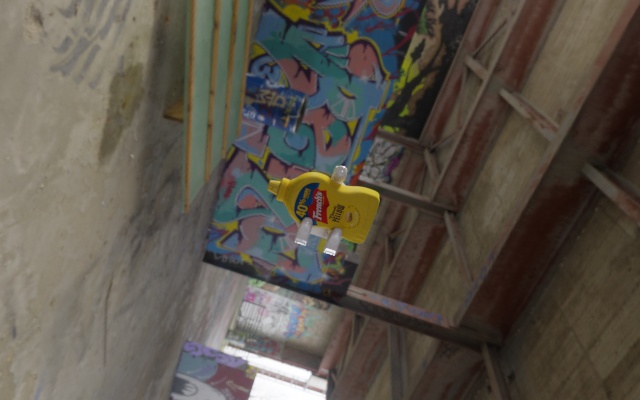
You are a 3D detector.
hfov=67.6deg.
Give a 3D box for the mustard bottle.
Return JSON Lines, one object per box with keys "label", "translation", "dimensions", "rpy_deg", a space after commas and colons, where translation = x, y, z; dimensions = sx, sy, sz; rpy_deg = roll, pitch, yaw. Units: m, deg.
{"label": "mustard bottle", "translation": [0.000, 0.003, 0.838], "dimensions": [0.191, 0.096, 0.058], "rpy_deg": [18, 22, -1]}
